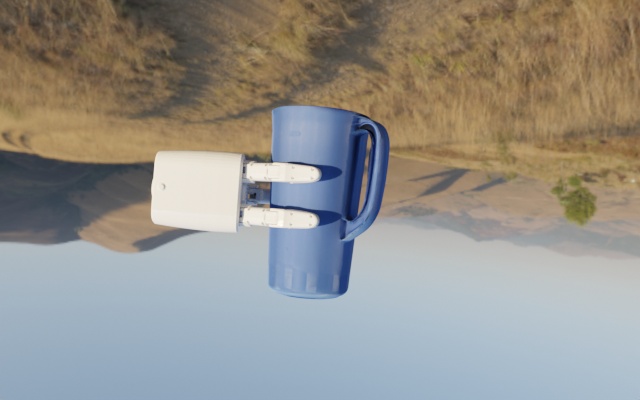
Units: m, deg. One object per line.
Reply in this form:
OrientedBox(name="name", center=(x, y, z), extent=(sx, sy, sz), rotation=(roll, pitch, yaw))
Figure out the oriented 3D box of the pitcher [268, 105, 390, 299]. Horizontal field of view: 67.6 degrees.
OrientedBox(name="pitcher", center=(0.000, 0.002, 0.628), extent=(0.145, 0.243, 0.149), rotation=(4, 0, -5))
